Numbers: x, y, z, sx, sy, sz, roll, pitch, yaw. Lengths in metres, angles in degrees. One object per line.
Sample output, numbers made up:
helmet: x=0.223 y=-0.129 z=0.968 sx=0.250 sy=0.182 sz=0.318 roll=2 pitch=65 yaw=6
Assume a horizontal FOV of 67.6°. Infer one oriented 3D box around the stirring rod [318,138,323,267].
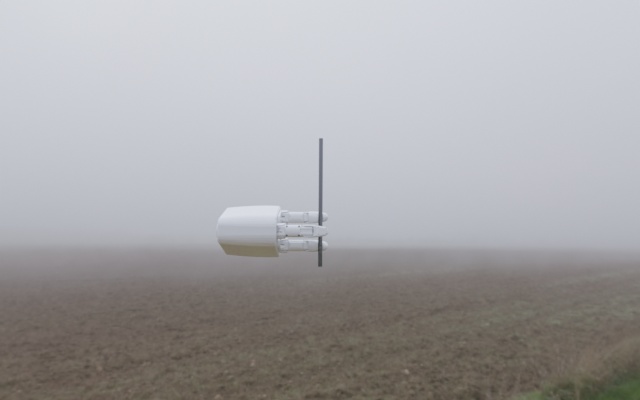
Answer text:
stirring rod: x=0.000 y=0.003 z=0.892 sx=0.011 sy=0.239 sz=0.011 roll=0 pitch=-4 yaw=0
